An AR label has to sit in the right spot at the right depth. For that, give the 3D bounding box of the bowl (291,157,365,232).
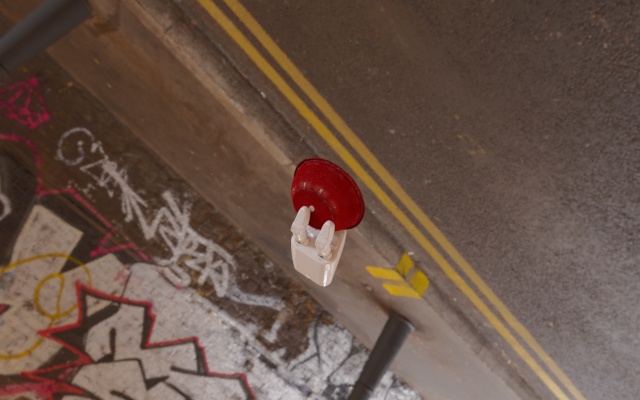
[{"bbox_3d":[0.000,0.002,0.886,0.162,0.162,0.055,0,33,42],"label":"bowl"}]
